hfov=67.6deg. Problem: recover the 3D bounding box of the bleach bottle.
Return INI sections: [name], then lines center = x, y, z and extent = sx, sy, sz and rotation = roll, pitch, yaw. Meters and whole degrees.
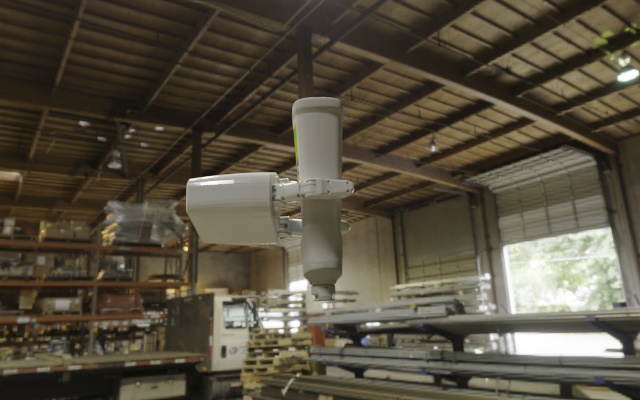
[bleach bottle]
center = 0.000, 0.002, 0.620
extent = 0.068, 0.250, 0.102
rotation = -2, -14, -1
